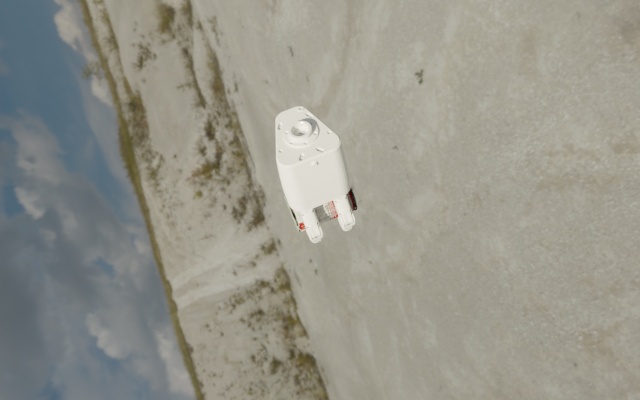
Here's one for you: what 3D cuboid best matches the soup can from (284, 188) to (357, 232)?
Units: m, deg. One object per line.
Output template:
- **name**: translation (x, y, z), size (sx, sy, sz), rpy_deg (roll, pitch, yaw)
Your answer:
- **soup can**: translation (0.000, 0.003, 0.774), size (0.102, 0.068, 0.068), rpy_deg (-22, 2, -5)
